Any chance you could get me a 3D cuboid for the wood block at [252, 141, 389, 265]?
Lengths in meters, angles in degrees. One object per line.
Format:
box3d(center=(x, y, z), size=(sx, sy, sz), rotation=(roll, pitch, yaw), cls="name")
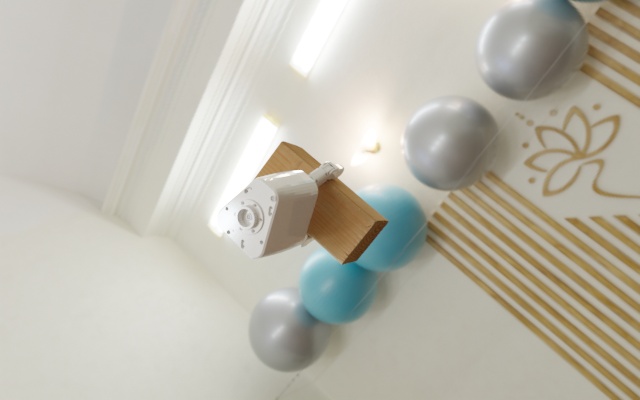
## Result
box3d(center=(0.000, 0.002, 0.794), size=(0.206, 0.091, 0.090), rotation=(42, 11, 17), cls="wood block")
